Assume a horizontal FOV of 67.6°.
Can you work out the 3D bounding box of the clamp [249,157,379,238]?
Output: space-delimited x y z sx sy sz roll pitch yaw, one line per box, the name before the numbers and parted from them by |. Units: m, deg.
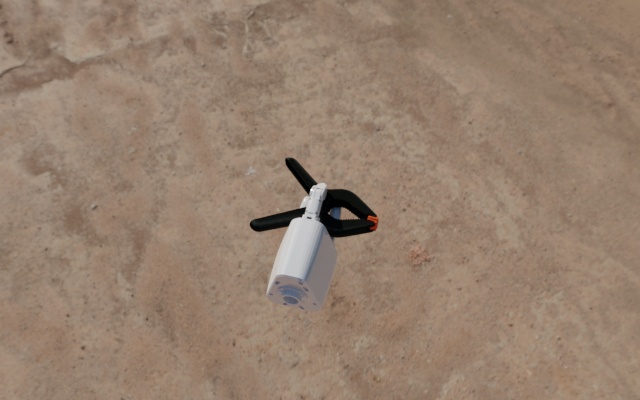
clamp | 0.001 0.003 0.831 0.210 0.164 0.036 11 -34 8
